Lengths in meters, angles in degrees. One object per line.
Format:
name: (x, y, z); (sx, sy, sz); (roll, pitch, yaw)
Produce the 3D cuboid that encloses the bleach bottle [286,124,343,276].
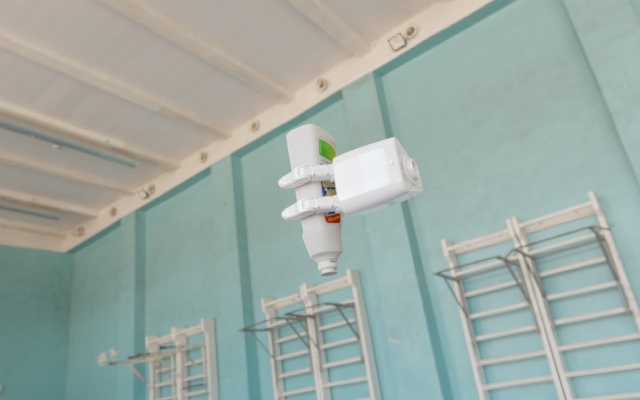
bleach bottle: (0.000, 0.003, 0.801); (0.068, 0.250, 0.102); (-19, -24, 24)
